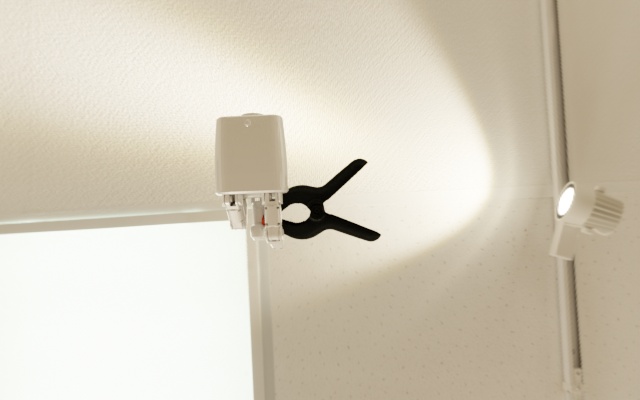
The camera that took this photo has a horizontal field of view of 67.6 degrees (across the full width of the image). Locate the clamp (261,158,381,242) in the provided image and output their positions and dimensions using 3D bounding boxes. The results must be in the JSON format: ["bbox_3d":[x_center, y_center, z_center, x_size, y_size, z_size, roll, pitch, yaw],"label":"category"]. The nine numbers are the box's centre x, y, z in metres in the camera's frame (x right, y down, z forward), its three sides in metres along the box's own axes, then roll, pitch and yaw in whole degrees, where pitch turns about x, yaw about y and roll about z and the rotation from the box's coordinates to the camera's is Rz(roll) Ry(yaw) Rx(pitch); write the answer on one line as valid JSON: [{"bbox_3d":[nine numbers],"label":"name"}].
[{"bbox_3d":[0.000,0.002,0.688,0.171,0.120,0.039,-2,-1,0],"label":"clamp"}]
